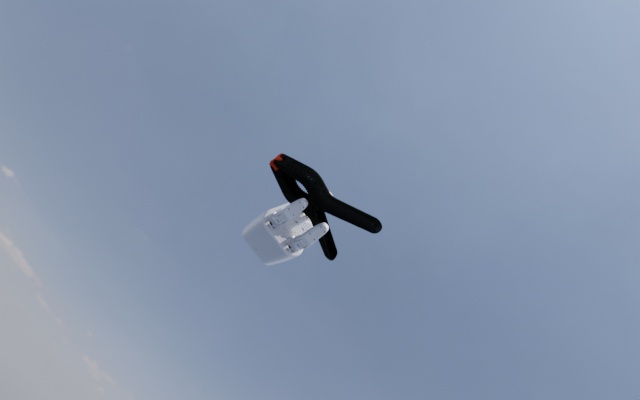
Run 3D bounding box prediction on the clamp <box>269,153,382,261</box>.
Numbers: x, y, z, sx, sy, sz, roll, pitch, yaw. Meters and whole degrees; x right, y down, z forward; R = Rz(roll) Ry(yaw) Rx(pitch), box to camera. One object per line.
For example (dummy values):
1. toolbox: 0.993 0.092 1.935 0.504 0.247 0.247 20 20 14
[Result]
1. clamp: 0.000 0.002 0.799 0.036 0.210 0.164 -44 9 -37
